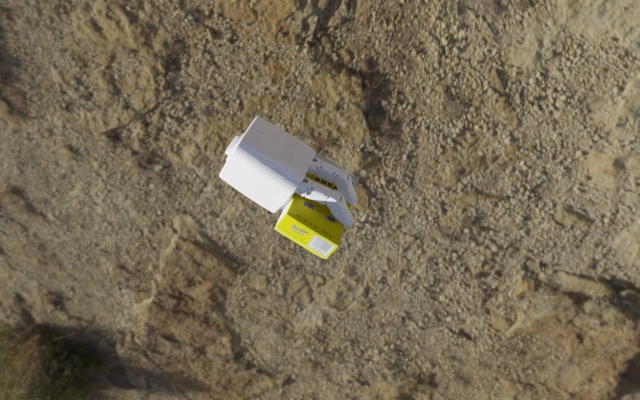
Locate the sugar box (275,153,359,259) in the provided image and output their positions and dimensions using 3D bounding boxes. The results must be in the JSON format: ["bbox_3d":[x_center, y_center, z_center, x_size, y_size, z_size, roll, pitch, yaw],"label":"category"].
[{"bbox_3d":[0.000,0.002,0.754,0.093,0.176,0.048,32,-50,-10],"label":"sugar box"}]
